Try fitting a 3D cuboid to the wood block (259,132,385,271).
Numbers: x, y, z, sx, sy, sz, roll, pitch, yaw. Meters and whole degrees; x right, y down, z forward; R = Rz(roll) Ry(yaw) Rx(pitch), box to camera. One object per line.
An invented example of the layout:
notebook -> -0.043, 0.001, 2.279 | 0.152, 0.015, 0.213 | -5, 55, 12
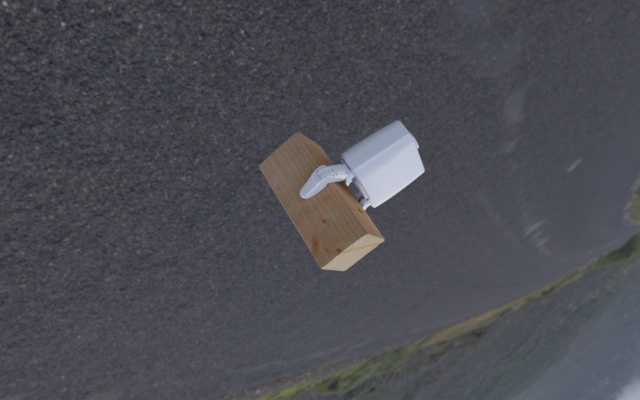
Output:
wood block -> 0.000, 0.002, 0.772 | 0.090, 0.206, 0.091 | -39, -24, 14
